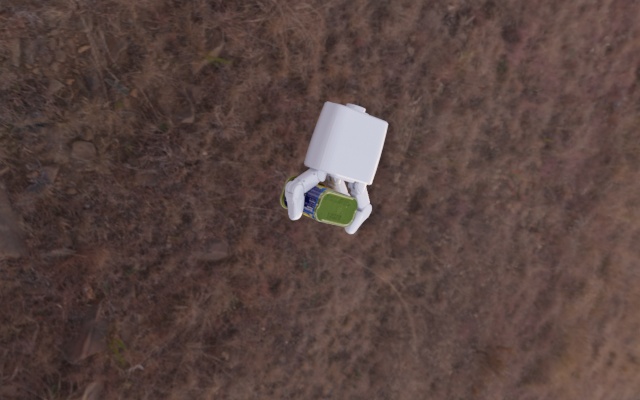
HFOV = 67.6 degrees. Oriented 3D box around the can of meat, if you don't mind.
[{"bbox_3d":[0.000,0.003,0.782,0.084,0.057,0.102,22,5,42],"label":"can of meat"}]
